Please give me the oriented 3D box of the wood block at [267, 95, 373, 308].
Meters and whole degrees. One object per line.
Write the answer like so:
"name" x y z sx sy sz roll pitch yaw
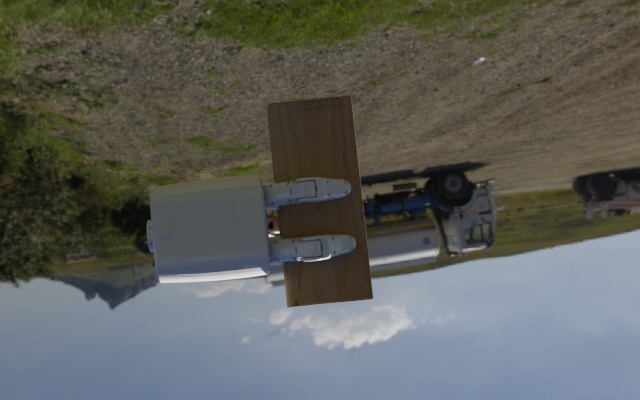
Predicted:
"wood block" 0.000 0.002 0.521 0.090 0.206 0.091 -6 -3 1
